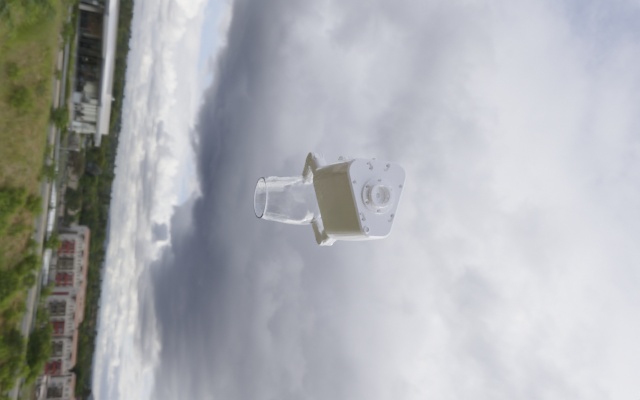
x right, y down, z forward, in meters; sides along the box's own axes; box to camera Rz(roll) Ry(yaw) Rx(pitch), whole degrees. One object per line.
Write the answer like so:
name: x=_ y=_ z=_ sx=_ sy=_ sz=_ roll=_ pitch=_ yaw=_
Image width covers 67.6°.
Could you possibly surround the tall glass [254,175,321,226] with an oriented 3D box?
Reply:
tall glass: x=0.001 y=0.003 z=0.751 sx=0.201 sy=0.079 sz=0.079 roll=4 pitch=-2 yaw=-24
